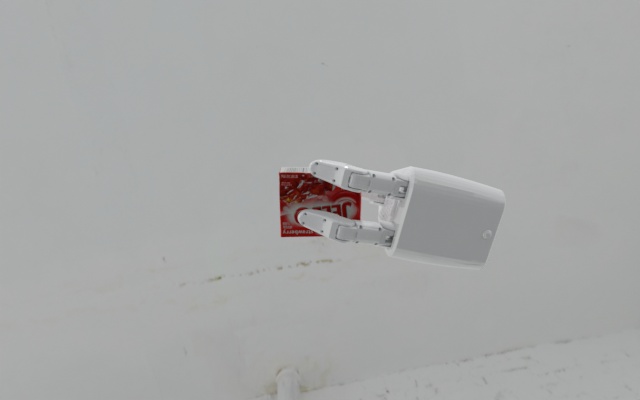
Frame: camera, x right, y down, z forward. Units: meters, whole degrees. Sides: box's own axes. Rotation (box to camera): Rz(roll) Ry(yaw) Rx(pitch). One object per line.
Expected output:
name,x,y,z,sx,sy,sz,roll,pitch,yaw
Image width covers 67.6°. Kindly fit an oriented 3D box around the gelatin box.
gelatin box,0.000,0.002,0.520,0.089,0.073,0.030,0,16,0
